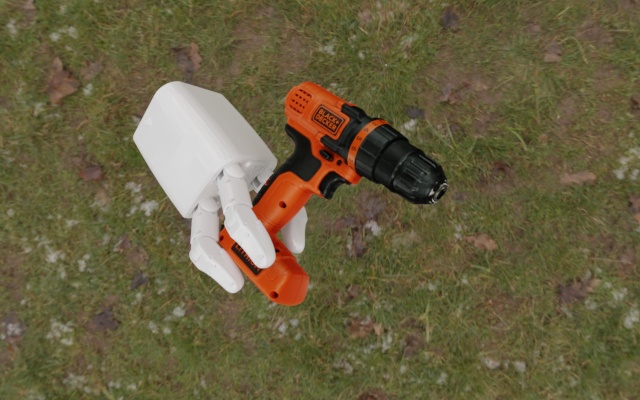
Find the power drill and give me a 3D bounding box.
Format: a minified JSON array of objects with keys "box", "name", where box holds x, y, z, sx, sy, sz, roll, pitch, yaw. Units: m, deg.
[{"box":[0.000,0.002,0.443,0.184,0.187,0.057,40,9,33],"name":"power drill"}]
